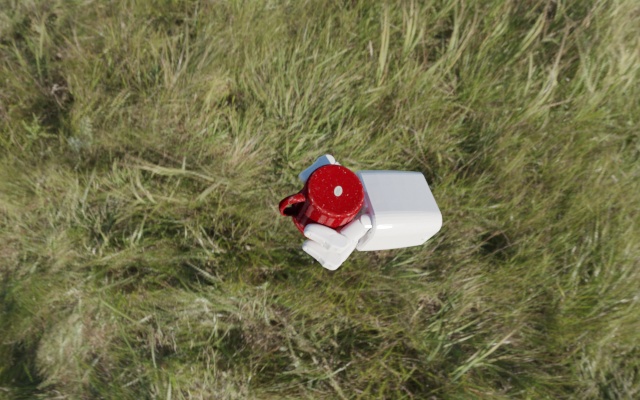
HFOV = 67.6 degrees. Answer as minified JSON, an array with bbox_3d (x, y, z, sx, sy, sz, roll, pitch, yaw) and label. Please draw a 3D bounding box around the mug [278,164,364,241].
[{"bbox_3d":[-0.001,0.002,0.661,0.117,0.093,0.081,-2,-24,-16],"label":"mug"}]
